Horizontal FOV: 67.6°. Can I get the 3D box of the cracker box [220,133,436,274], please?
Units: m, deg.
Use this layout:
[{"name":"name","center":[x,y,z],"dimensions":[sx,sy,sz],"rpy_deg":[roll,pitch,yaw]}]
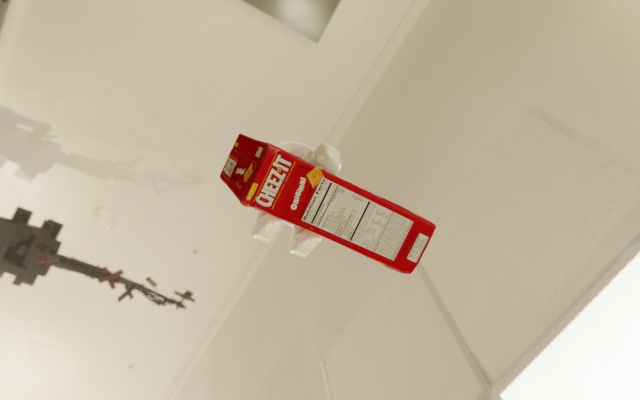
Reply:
[{"name":"cracker box","center":[0.000,0.002,0.561],"dimensions":[0.214,0.072,0.164],"rpy_deg":[25,2,-22]}]
